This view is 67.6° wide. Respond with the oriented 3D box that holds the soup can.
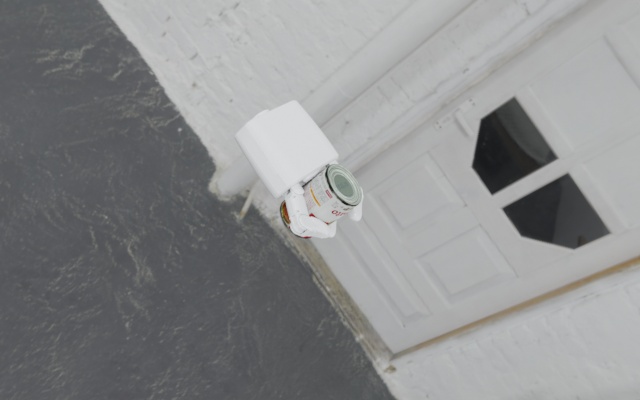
[{"bbox_3d":[0.001,0.003,0.671,0.102,0.068,0.068,-36,-23,35],"label":"soup can"}]
